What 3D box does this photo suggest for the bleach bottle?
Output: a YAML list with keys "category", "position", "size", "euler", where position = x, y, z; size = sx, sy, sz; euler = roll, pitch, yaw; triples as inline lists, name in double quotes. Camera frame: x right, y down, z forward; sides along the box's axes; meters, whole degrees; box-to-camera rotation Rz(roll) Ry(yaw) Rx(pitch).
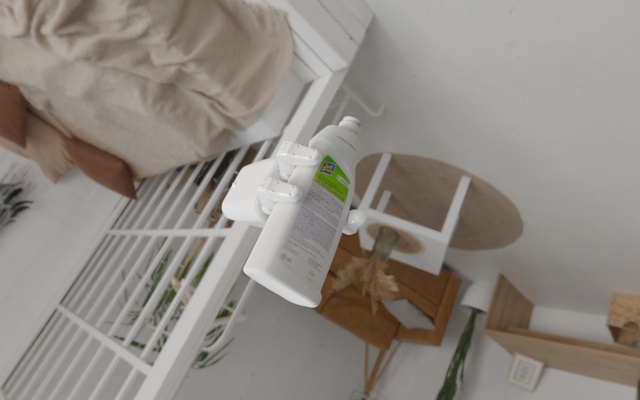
- category: "bleach bottle"
  position: [0.000, 0.002, 0.619]
  size: [0.103, 0.250, 0.068]
  euler: [38, -25, -29]
